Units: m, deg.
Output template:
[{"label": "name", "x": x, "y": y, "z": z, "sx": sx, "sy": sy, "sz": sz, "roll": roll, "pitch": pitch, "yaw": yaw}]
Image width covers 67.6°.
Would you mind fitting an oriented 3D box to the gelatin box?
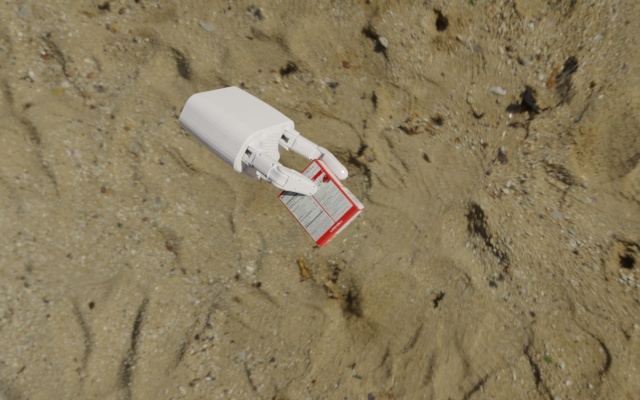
[{"label": "gelatin box", "x": 0.000, "y": 0.002, "z": 0.610, "sx": 0.073, "sy": 0.089, "sz": 0.030, "roll": -45, "pitch": -15, "yaw": 17}]
